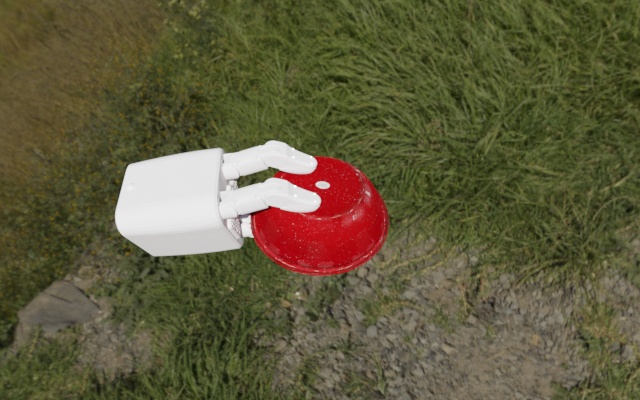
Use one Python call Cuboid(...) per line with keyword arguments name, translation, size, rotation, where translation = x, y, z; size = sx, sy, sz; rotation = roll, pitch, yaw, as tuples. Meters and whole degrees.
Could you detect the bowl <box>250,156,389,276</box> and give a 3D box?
Cuboid(name="bowl", translation=(0.001, 0.001, 0.536), size=(0.162, 0.162, 0.055), rotation=(0, -40, -3))
